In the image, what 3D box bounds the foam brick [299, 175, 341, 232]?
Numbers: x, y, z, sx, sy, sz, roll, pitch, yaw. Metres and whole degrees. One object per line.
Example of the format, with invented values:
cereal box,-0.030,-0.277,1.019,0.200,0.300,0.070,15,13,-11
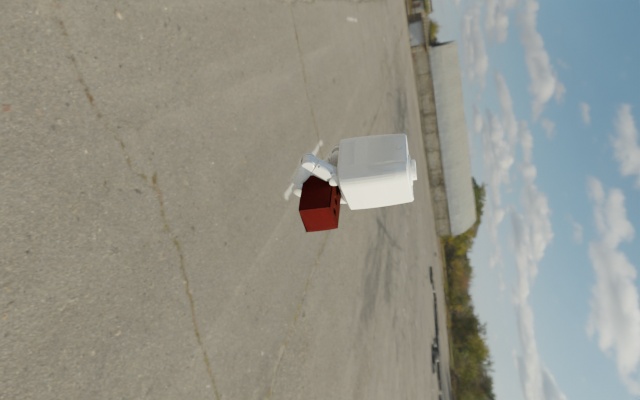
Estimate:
foam brick,0.000,0.003,0.750,0.051,0.078,0.053,-5,-44,13
